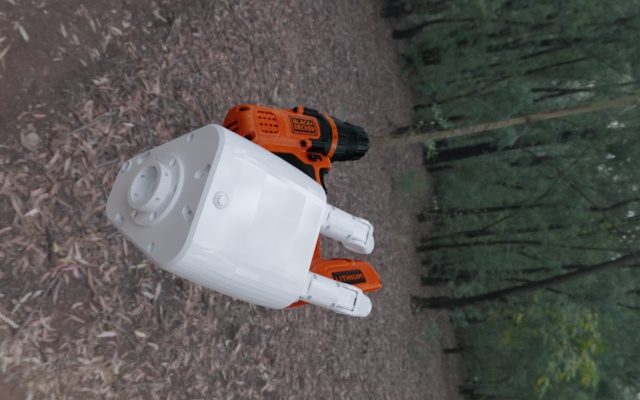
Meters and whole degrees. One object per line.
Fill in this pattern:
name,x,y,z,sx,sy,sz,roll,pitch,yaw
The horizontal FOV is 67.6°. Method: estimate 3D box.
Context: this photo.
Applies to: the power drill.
power drill,0.000,0.002,0.463,0.184,0.187,0.057,-1,-18,-45
